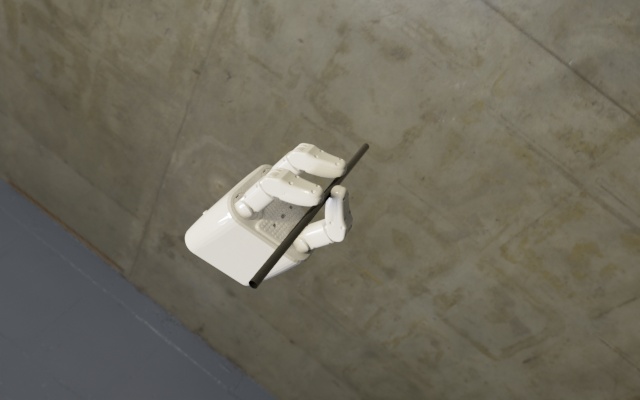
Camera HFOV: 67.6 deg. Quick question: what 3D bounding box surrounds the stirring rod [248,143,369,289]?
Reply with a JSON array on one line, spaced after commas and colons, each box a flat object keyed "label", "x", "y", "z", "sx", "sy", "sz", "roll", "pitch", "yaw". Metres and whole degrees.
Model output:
[{"label": "stirring rod", "x": 0.000, "y": 0.001, "z": 0.452, "sx": 0.011, "sy": 0.011, "sz": 0.239, "roll": 0, "pitch": 31, "yaw": 30}]
